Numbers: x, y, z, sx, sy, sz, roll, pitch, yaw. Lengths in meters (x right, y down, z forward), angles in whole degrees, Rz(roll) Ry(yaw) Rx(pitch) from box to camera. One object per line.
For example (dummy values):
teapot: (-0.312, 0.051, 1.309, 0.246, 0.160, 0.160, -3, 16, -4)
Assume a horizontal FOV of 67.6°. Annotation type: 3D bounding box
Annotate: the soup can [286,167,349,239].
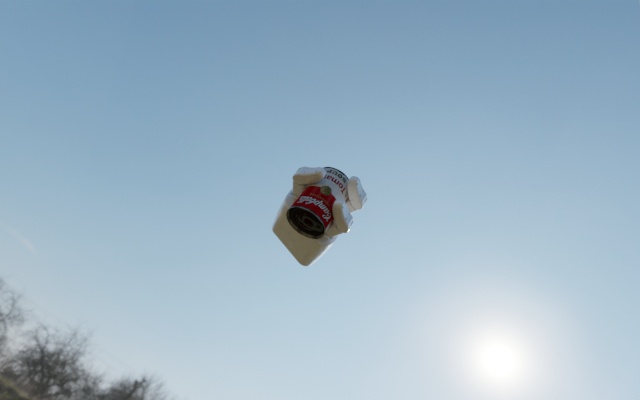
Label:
soup can: (0.000, 0.002, 0.764, 0.068, 0.068, 0.102, 0, 41, 38)
